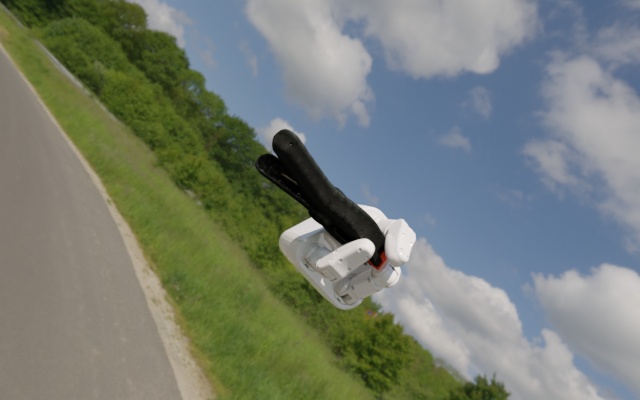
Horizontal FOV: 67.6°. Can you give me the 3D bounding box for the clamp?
[{"bbox_3d":[0.001,0.001,0.483,0.039,0.171,0.120,-44,15,-10],"label":"clamp"}]
